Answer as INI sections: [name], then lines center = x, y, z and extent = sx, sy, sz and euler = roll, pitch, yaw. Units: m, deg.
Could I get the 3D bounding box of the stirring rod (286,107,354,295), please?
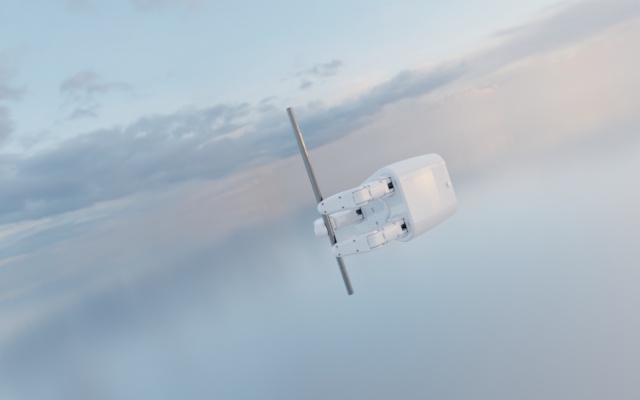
[stirring rod]
center = 0.000, 0.002, 0.585
extent = 0.011, 0.239, 0.011
euler = -18, 3, 1
